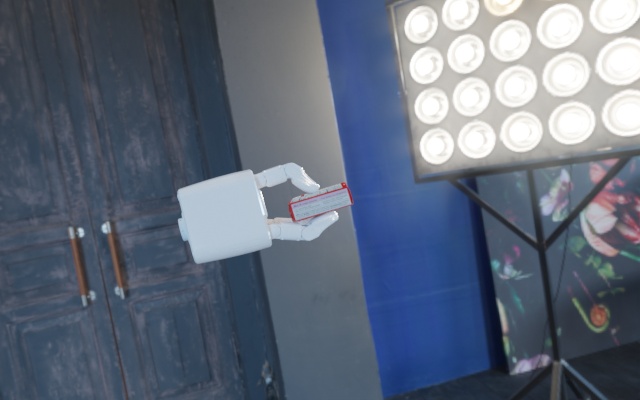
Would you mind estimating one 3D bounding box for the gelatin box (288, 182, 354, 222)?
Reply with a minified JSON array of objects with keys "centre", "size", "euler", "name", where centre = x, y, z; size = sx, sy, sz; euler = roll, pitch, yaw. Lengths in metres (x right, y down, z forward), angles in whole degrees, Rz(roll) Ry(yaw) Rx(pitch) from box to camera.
[{"centre":[0.000,0.002,0.688],"size":[0.089,0.030,0.073],"euler":[-17,6,2],"name":"gelatin box"}]
